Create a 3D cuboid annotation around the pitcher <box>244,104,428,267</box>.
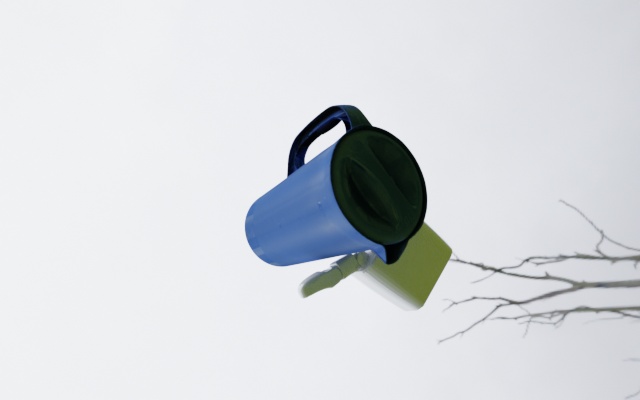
[{"bbox_3d":[0.000,0.002,0.594,0.145,0.149,0.243,37,-33,-20],"label":"pitcher"}]
